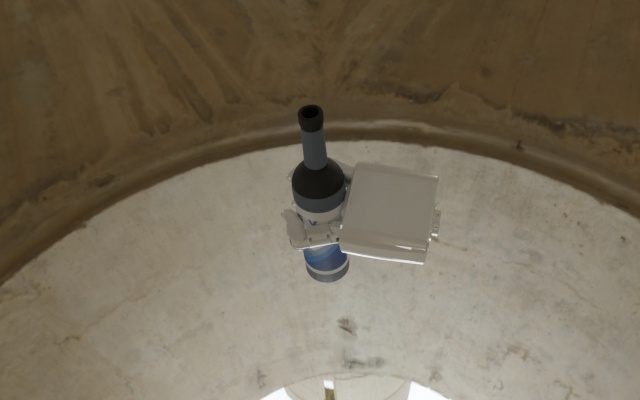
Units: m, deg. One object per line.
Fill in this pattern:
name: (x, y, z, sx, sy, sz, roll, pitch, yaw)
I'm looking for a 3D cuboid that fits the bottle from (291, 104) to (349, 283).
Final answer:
bottle: (0.000, 0.002, 0.614, 0.069, 0.069, 0.296, 0, -40, 6)
